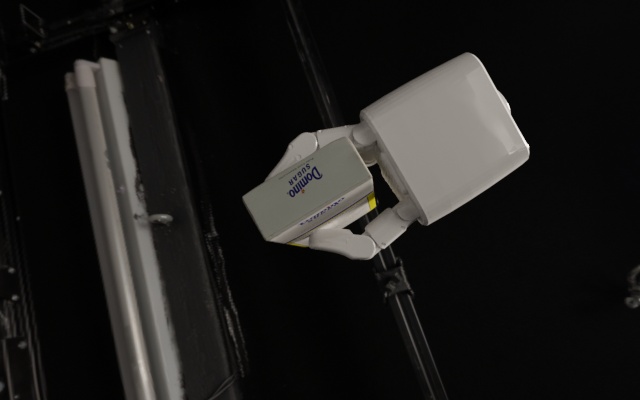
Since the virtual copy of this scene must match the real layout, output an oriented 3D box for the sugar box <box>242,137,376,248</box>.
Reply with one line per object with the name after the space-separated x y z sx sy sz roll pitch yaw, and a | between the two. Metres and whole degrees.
0.000 0.001 0.431 0.093 0.048 0.176 -31 -12 2 | sugar box
